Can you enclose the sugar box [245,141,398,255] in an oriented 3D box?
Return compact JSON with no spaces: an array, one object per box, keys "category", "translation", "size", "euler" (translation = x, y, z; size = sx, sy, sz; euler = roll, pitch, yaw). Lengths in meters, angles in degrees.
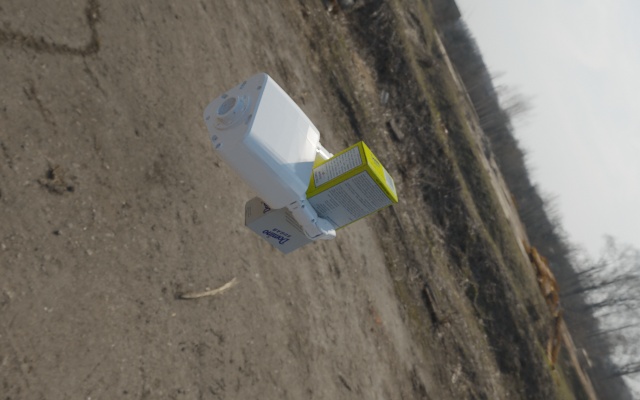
[{"category":"sugar box","translation":[0.000,0.001,0.608],"size":[0.176,0.048,0.093],"euler":[-24,-41,21]}]
